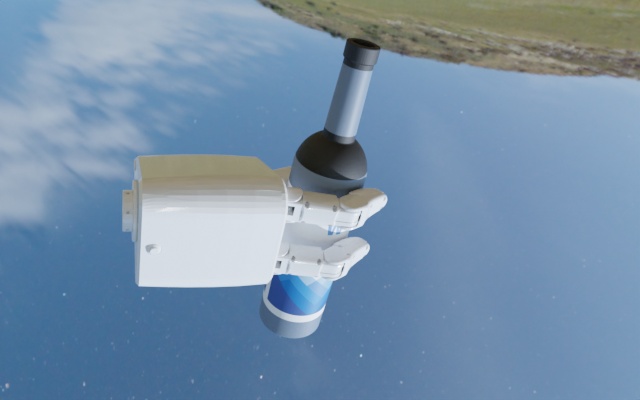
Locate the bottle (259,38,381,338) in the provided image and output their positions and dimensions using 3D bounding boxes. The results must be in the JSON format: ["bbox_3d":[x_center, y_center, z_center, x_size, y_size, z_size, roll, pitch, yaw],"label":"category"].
[{"bbox_3d":[0.000,0.002,0.442,0.069,0.296,0.069,11,31,-7],"label":"bottle"}]
